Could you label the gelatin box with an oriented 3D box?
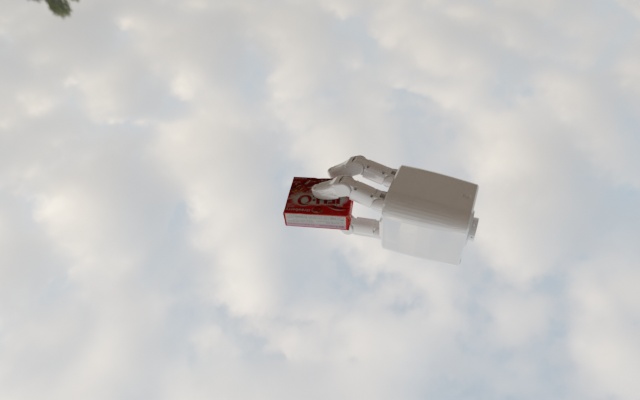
[{"bbox_3d":[0.000,0.002,0.649,0.089,0.030,0.073,3,44,9],"label":"gelatin box"}]
